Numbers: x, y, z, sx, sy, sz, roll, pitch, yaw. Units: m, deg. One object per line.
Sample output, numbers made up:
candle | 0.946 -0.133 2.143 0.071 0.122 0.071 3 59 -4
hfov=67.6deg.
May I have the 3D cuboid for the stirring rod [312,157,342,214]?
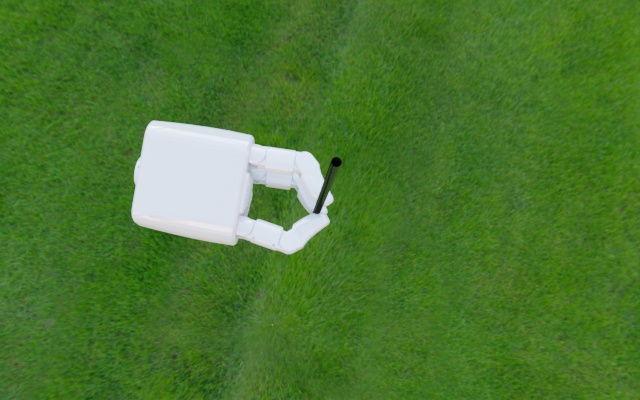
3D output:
stirring rod | 0.000 0.002 0.469 0.011 0.011 0.239 0 -14 -6
